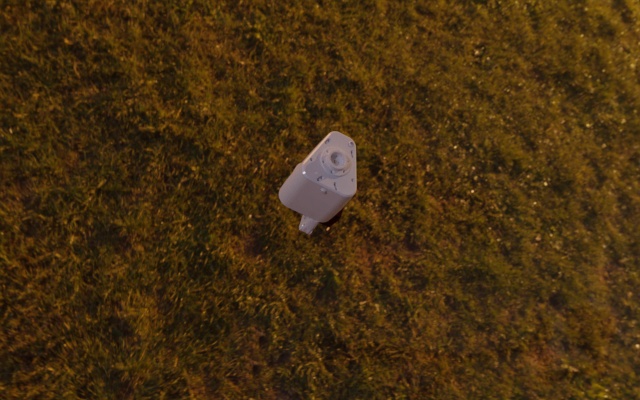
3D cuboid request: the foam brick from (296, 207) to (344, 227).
[{"bbox_3d":[0.000,0.003,0.843,0.078,0.053,0.051,26,-30,-12],"label":"foam brick"}]
